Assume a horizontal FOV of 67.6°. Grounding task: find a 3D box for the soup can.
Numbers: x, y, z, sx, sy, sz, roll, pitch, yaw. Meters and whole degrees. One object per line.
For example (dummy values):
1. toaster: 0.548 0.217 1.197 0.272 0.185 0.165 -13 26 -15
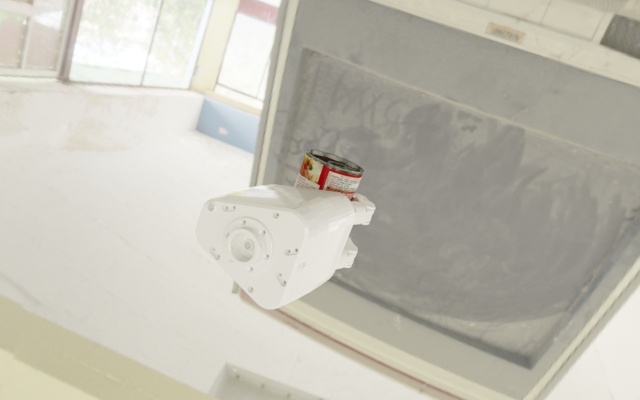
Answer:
1. soup can: 0.000 0.002 0.539 0.068 0.102 0.068 19 15 -5
